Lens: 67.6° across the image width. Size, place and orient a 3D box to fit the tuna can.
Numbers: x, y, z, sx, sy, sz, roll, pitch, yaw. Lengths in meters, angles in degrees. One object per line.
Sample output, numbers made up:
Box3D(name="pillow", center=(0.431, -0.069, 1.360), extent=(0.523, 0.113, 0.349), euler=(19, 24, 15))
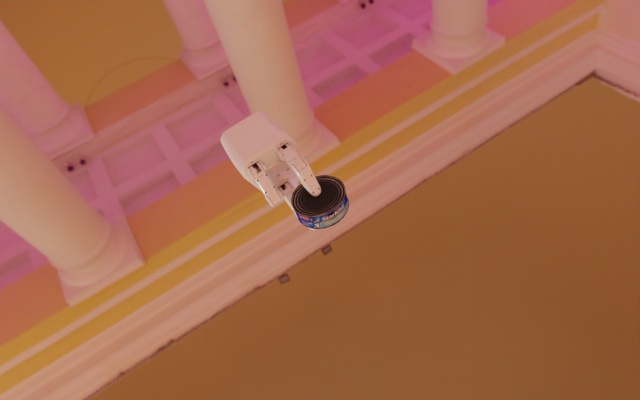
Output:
Box3D(name="tuna can", center=(0.000, 0.003, 0.734), extent=(0.086, 0.086, 0.034), euler=(0, -43, 20))
